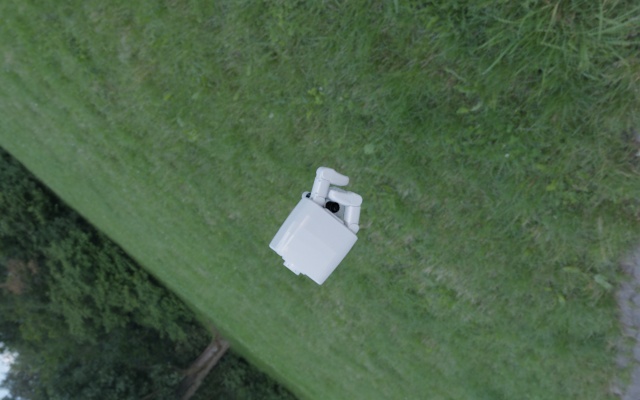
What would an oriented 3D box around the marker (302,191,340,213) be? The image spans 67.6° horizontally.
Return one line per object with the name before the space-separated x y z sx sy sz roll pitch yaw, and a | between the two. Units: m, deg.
marker | 0.000 0.003 0.847 0.020 0.020 0.121 0 10 -27
